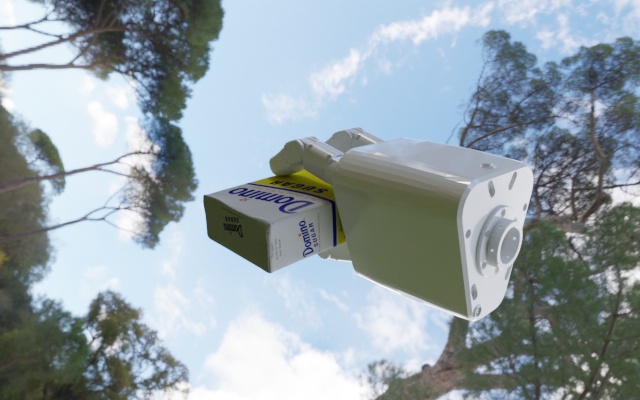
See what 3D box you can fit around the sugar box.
[{"bbox_3d":[0.000,0.001,0.412,0.176,0.048,0.093,-16,24,-39],"label":"sugar box"}]
